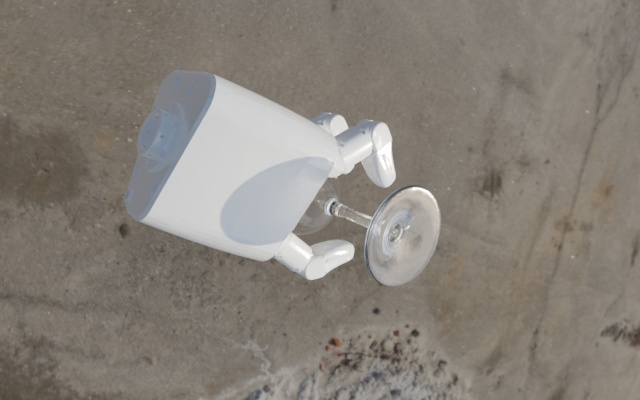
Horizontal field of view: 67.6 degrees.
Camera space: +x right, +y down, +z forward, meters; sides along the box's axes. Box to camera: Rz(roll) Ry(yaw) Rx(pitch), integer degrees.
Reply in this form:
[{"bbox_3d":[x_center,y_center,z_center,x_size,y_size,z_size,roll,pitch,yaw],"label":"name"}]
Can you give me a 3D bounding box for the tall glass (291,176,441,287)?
[{"bbox_3d":[0.001,0.002,0.408,0.079,0.079,0.201,0,14,-38],"label":"tall glass"}]
